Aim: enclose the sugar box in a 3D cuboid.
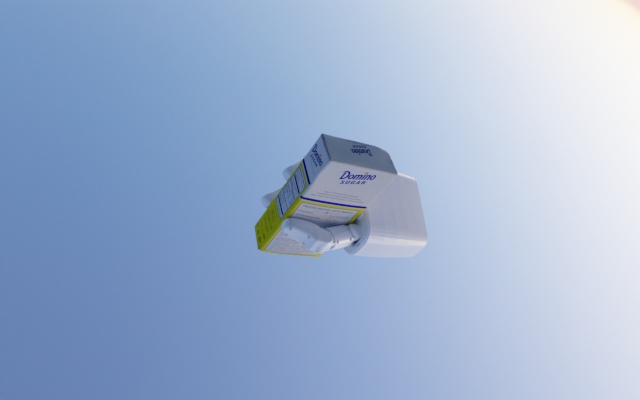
[{"bbox_3d":[0.000,0.001,0.562,0.093,0.048,0.176,9,-44,-32],"label":"sugar box"}]
